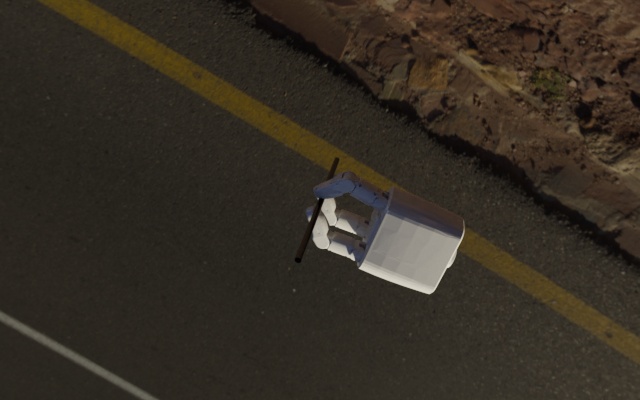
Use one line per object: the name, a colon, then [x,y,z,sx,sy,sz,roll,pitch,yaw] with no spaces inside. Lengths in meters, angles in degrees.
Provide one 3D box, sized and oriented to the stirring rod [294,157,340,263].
stirring rod: [0.000,0.002,0.627,0.011,0.011,0.239,0,32,14]
